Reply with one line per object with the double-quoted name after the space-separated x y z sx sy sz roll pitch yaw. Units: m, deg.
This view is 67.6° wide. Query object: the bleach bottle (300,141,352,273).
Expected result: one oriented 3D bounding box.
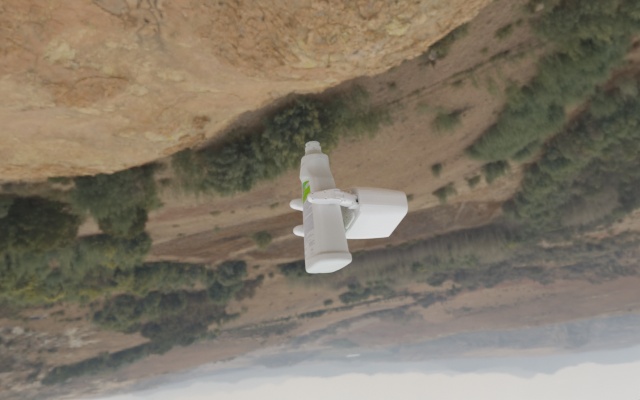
0.000 0.003 0.894 0.068 0.250 0.103 2 -21 -22 "bleach bottle"
